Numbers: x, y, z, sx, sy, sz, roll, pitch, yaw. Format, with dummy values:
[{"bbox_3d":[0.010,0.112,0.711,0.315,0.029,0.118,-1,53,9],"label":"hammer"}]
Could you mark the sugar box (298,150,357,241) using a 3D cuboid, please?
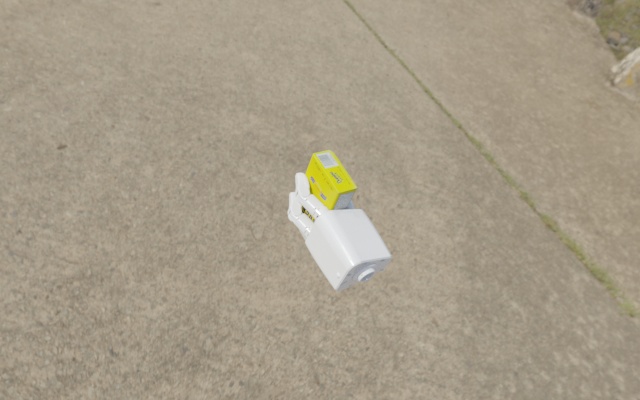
[{"bbox_3d":[0.000,0.003,0.860,0.048,0.093,0.176,-13,-33,-31],"label":"sugar box"}]
